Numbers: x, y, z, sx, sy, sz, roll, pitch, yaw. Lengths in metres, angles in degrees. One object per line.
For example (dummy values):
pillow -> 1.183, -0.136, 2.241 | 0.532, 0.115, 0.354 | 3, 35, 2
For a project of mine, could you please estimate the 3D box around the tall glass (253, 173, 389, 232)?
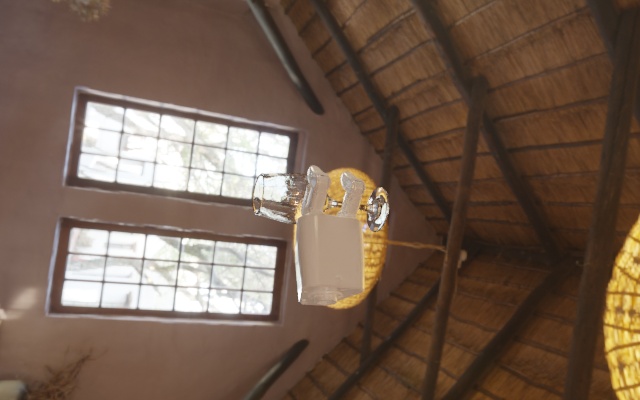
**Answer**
tall glass -> 0.001, 0.002, 0.739 | 0.201, 0.079, 0.079 | 8, -3, -20
